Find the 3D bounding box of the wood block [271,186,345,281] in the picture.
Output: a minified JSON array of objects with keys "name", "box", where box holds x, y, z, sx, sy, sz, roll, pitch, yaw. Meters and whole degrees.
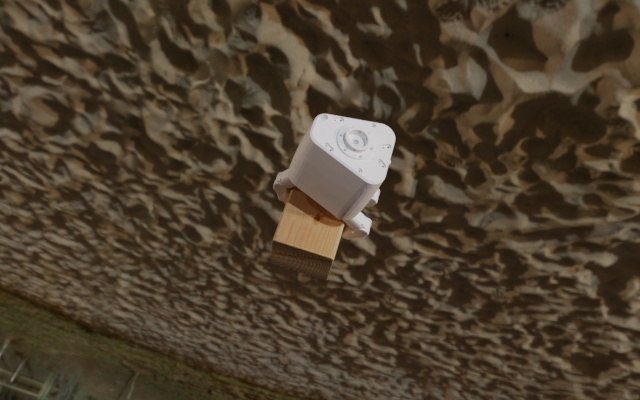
[{"name":"wood block","box":[0.000,0.002,0.733,0.091,0.206,0.090,17,-29,3]}]
